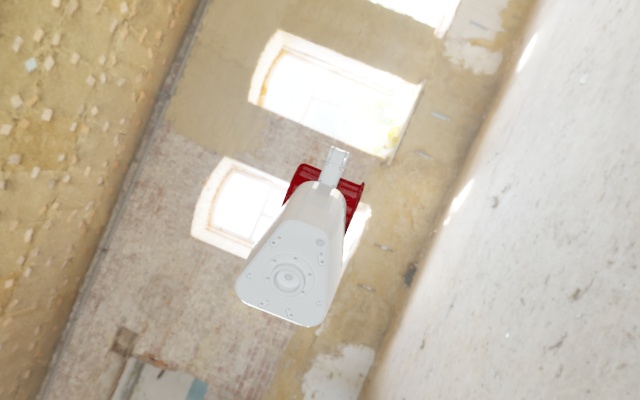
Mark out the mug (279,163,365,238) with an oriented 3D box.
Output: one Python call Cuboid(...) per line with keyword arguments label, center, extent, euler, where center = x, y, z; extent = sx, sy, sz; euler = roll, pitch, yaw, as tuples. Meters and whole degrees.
Cuboid(label="mug", center=(0.000, 0.001, 0.589), extent=(0.081, 0.093, 0.117), euler=(22, 21, 0))
